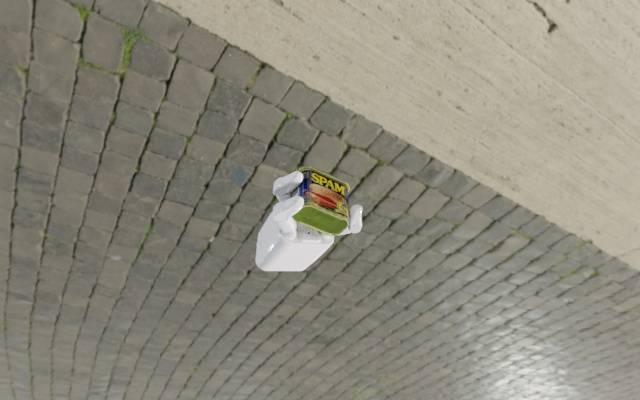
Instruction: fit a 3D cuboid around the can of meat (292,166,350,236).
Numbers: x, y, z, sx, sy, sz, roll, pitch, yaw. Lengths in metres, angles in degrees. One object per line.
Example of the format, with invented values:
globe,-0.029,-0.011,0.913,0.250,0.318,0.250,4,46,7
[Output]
can of meat,0.000,0.003,0.807,0.102,0.083,0.057,23,-46,-25
